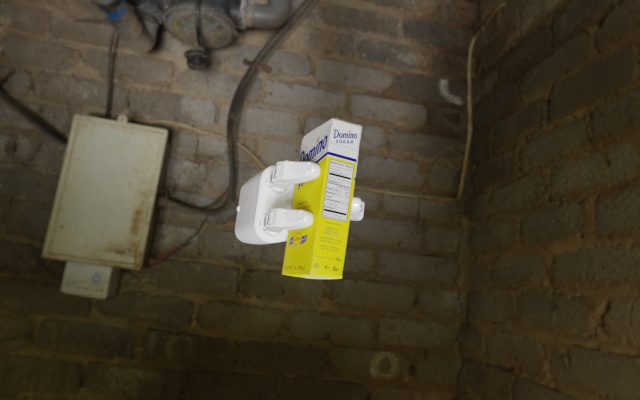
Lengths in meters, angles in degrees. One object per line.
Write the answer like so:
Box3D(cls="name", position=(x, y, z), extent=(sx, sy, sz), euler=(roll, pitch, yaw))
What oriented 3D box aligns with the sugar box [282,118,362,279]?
Box3D(cls="sugar box", position=(0.000, 0.002, 0.557), extent=(0.048, 0.176, 0.093), euler=(10, -12, -23))
